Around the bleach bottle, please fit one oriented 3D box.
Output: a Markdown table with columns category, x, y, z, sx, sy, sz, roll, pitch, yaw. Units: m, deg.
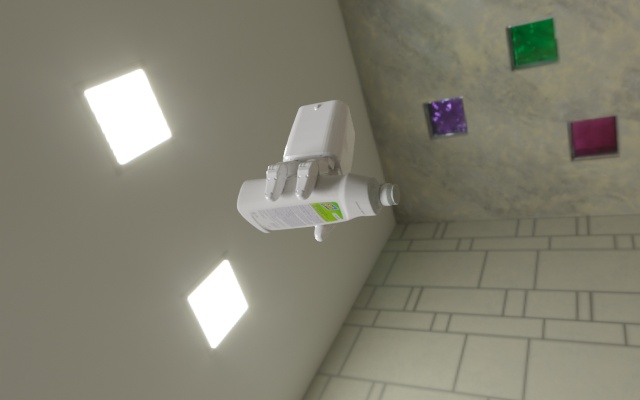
| category | x | y | z | sx | sy | sz | roll | pitch | yaw |
| --- | --- | --- | --- | --- | --- | --- | --- | --- | --- |
| bleach bottle | 0.000 | 0.002 | 0.725 | 0.251 | 0.068 | 0.103 | -4 | -29 | 30 |
